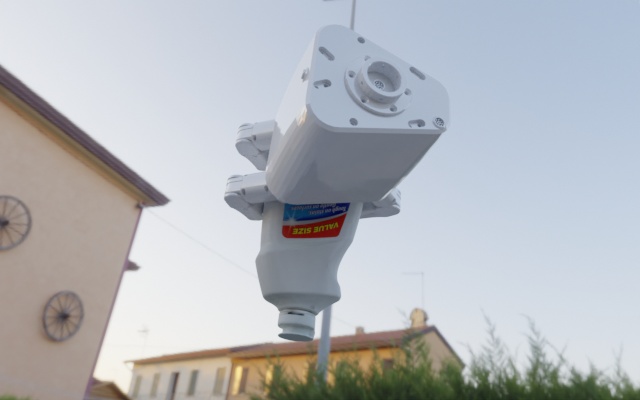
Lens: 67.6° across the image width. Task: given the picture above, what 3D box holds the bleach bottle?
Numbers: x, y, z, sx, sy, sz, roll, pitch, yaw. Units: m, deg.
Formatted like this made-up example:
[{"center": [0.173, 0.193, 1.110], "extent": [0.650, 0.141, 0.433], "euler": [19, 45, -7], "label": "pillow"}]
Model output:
[{"center": [0.000, 0.001, 0.441], "extent": [0.102, 0.250, 0.068], "euler": [13, -28, -13], "label": "bleach bottle"}]
